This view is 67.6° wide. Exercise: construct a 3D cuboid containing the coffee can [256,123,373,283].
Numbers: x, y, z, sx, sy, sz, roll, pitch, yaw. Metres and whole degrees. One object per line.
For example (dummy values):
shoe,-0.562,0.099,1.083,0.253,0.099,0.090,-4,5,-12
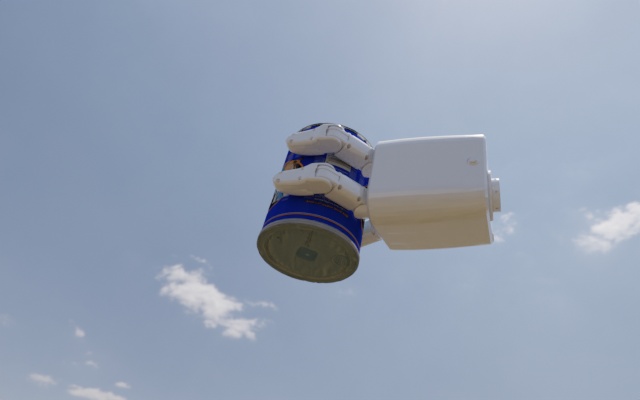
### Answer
coffee can,0.000,0.002,0.510,0.103,0.140,0.103,9,-39,7
